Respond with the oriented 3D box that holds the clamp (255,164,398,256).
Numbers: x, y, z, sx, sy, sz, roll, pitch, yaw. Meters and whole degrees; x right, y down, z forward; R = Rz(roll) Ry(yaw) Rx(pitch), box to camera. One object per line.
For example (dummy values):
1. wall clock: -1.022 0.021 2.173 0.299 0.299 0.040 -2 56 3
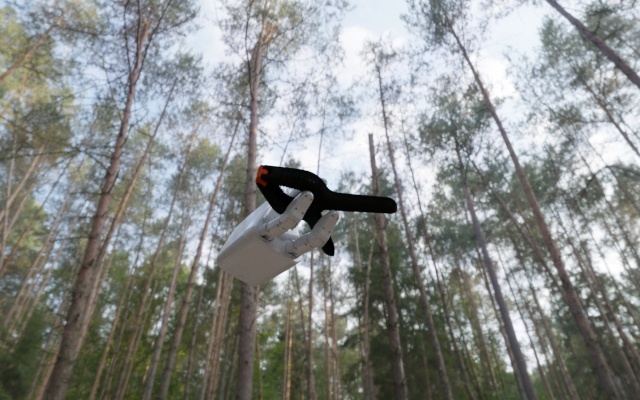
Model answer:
1. clamp: 0.000 0.002 0.724 0.210 0.036 0.164 35 -52 -29
